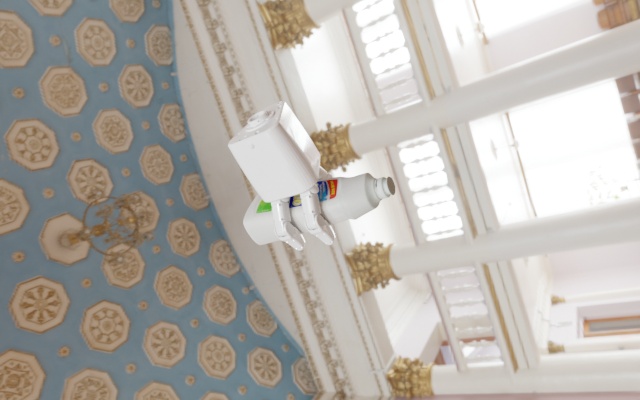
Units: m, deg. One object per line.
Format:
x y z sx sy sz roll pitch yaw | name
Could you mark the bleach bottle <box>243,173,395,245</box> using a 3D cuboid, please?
0.000 0.003 0.751 0.251 0.068 0.102 -16 30 31 | bleach bottle
